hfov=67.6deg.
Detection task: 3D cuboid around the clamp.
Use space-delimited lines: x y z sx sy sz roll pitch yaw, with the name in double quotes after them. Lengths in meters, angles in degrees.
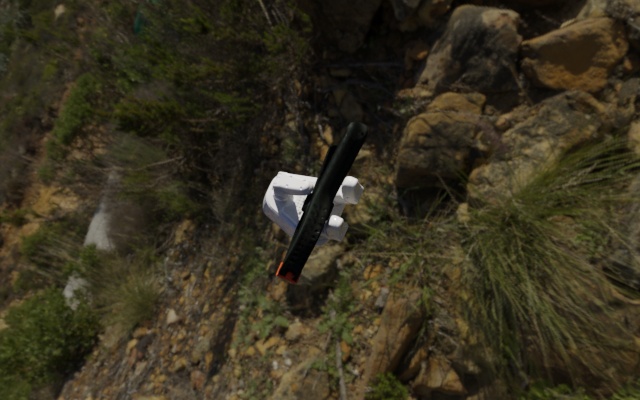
-0.001 0.002 0.601 0.036 0.210 0.164 24 -13 -5 "clamp"
